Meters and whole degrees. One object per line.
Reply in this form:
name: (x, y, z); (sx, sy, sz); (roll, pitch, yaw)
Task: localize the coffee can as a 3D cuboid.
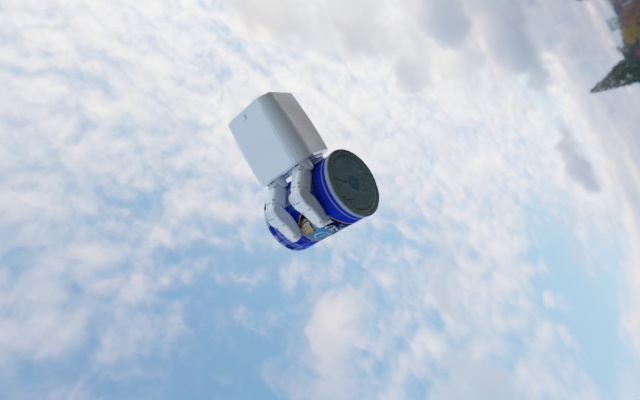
coffee can: (0.000, 0.002, 0.697); (0.103, 0.102, 0.140); (0, -24, -47)
